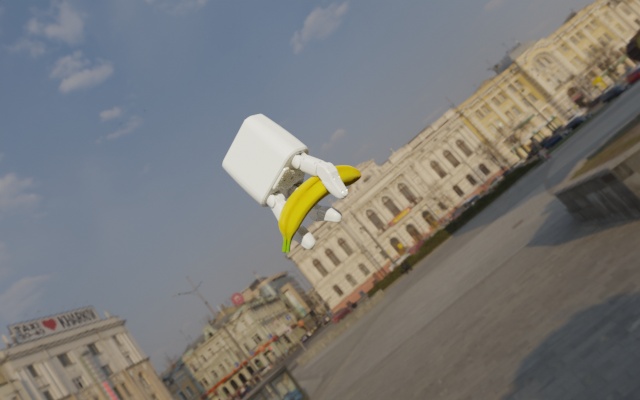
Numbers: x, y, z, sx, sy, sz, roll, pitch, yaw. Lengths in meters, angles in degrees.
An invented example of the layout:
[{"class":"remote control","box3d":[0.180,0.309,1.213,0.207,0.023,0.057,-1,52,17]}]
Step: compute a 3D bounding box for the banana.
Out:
[{"class":"banana","box3d":[-0.004,-0.008,0.738,0.037,0.070,0.197,28,56,29]}]
